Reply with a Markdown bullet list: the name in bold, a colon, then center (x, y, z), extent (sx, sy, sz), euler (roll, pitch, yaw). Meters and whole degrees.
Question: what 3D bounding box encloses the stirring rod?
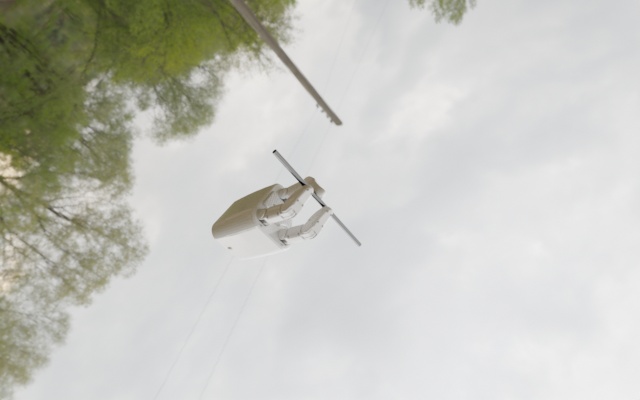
- **stirring rod**: center (0.000, 0.002, 0.769), extent (0.011, 0.011, 0.240), euler (0, -39, 46)
